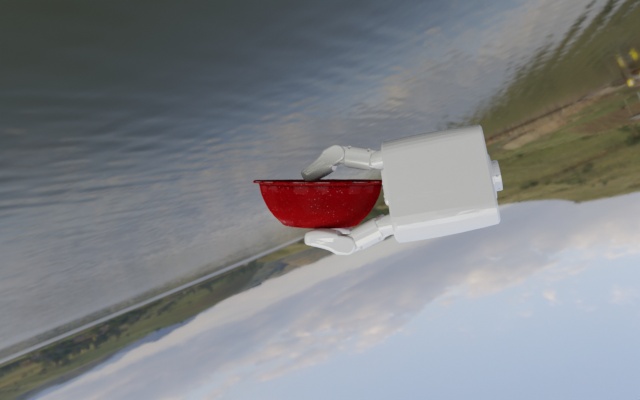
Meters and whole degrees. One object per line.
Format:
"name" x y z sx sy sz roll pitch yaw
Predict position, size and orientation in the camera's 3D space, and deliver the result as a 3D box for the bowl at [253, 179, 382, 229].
"bowl" -0.001 0.002 0.576 0.162 0.055 0.162 0 4 0
